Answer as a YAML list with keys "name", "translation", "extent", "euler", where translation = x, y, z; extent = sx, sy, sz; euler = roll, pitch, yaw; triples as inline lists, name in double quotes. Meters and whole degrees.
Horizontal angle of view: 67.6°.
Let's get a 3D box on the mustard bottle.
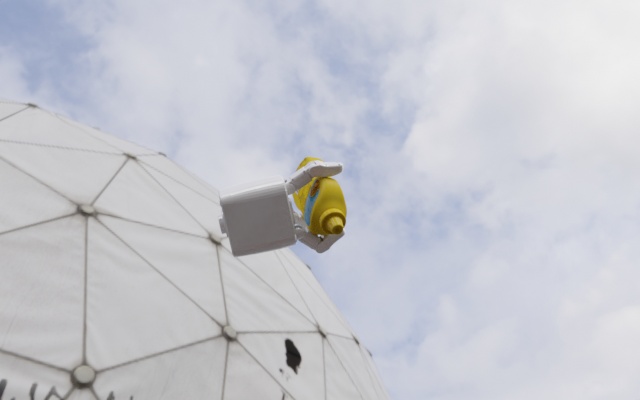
- name: "mustard bottle"
  translation: [0.000, 0.002, 0.801]
  extent: [0.058, 0.096, 0.191]
  euler: [9, 23, -21]
